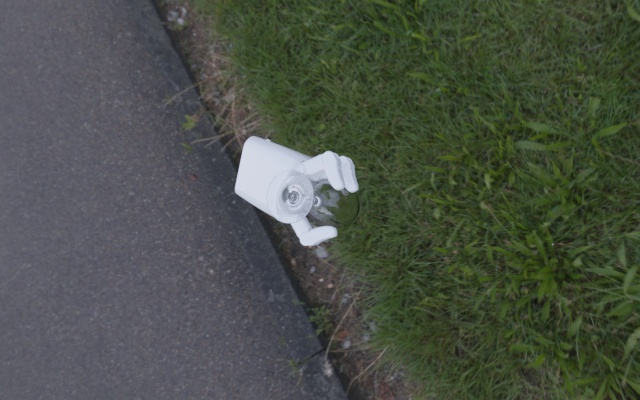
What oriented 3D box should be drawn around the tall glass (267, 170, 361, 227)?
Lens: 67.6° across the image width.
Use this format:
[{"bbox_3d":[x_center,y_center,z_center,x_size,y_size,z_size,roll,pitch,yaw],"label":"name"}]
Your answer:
[{"bbox_3d":[0.000,0.003,0.746,0.079,0.079,0.201,0,-5,26],"label":"tall glass"}]
